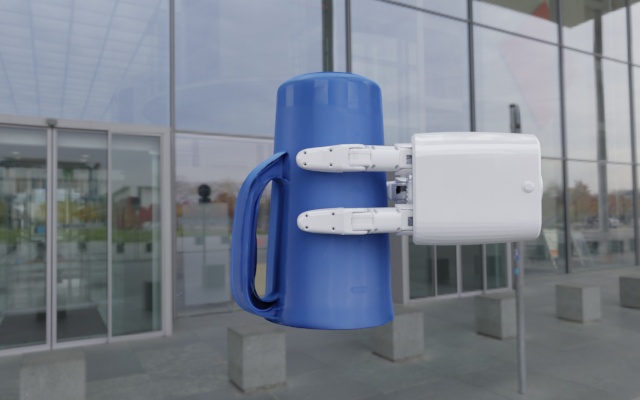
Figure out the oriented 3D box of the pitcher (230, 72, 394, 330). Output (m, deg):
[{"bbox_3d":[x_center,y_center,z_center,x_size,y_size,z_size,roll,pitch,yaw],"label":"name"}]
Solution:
[{"bbox_3d":[0.000,0.002,0.480,0.145,0.243,0.149,0,-2,9],"label":"pitcher"}]
